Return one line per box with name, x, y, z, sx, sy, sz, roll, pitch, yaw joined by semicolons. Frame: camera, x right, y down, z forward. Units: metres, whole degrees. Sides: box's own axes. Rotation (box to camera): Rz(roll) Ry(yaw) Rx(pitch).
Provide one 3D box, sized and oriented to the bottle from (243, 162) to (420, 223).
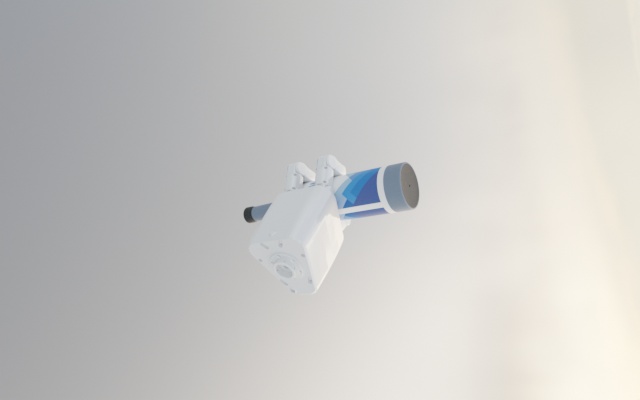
bottle;0.000;0.002;0.729;0.296;0.069;0.069;-10;-6;33
